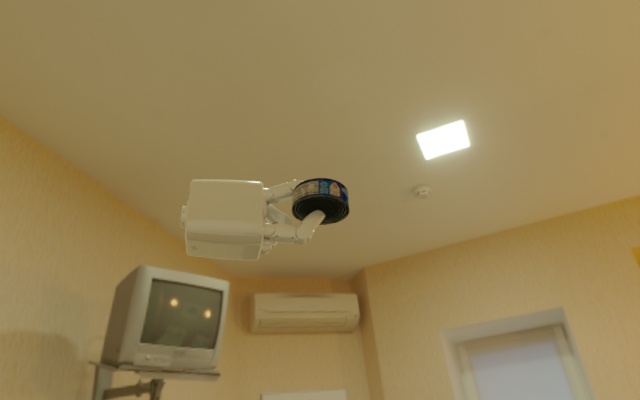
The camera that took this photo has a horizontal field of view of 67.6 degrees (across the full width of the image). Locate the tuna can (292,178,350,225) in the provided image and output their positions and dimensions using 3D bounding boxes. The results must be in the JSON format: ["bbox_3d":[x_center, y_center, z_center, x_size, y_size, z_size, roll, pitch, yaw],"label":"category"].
[{"bbox_3d":[0.000,0.002,0.714,0.086,0.033,0.086,0,-31,0],"label":"tuna can"}]
